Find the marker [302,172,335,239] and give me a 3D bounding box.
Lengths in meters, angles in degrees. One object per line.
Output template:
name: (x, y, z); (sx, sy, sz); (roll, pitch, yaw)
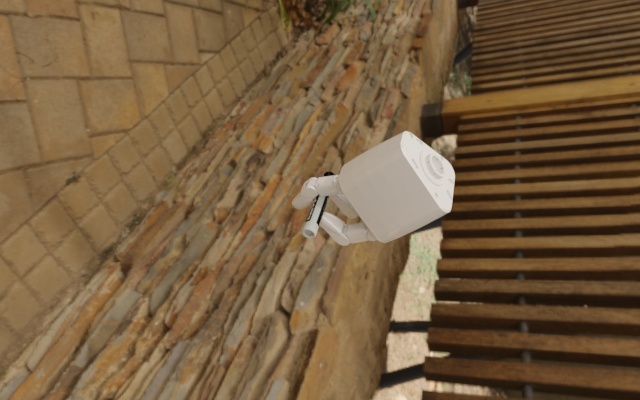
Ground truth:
marker: (0.000, 0.002, 0.658); (0.020, 0.020, 0.121); (0, 43, 21)
